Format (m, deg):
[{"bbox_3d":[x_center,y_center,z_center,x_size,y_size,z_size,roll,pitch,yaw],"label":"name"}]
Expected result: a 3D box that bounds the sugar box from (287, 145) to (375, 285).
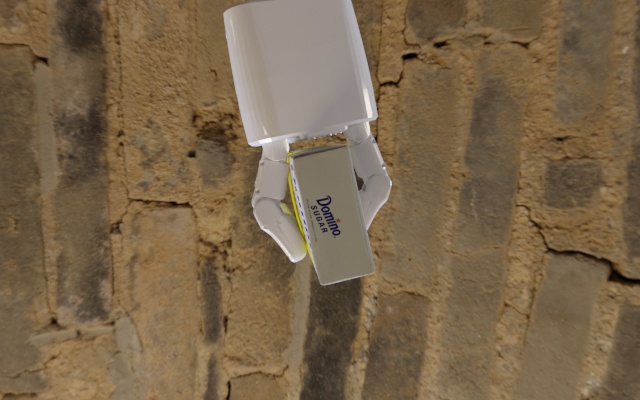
[{"bbox_3d":[-0.001,0.001,0.406,0.048,0.093,0.176,-13,7,-2],"label":"sugar box"}]
